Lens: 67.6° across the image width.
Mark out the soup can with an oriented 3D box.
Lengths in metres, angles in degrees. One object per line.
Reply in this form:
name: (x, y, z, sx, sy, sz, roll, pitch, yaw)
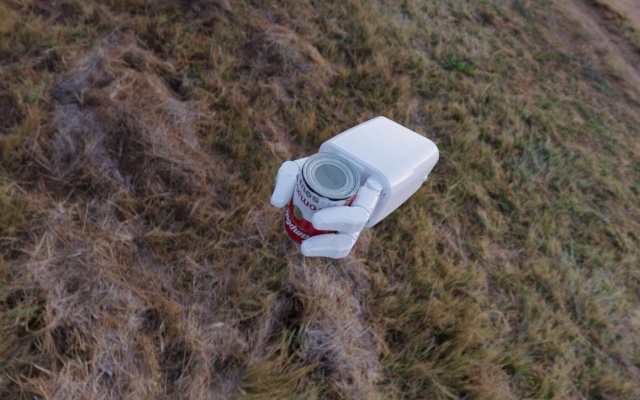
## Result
soup can: (0.000, 0.002, 0.552, 0.068, 0.068, 0.102, 0, -36, -18)
